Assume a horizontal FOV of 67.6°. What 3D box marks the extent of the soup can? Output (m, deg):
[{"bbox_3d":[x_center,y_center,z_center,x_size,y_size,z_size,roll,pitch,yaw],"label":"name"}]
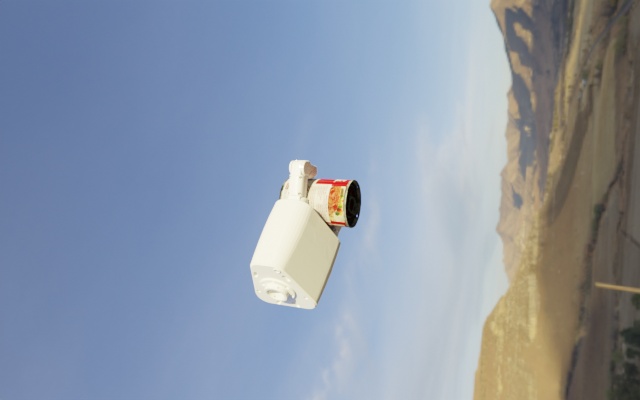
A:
[{"bbox_3d":[0.000,0.002,0.688,0.102,0.068,0.068,3,1,23],"label":"soup can"}]
